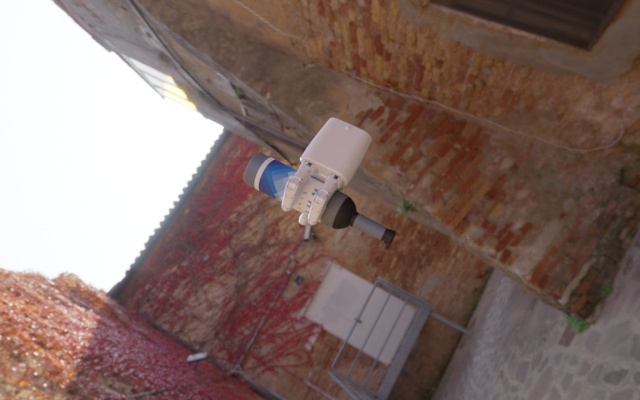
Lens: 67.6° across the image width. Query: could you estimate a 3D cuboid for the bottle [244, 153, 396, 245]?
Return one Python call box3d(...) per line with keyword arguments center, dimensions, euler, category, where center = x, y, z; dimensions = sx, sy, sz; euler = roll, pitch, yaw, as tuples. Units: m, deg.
box3d(center=(0.000, 0.003, 0.874), dimensions=(0.295, 0.069, 0.069), euler=(27, 7, 14), category="bottle")
